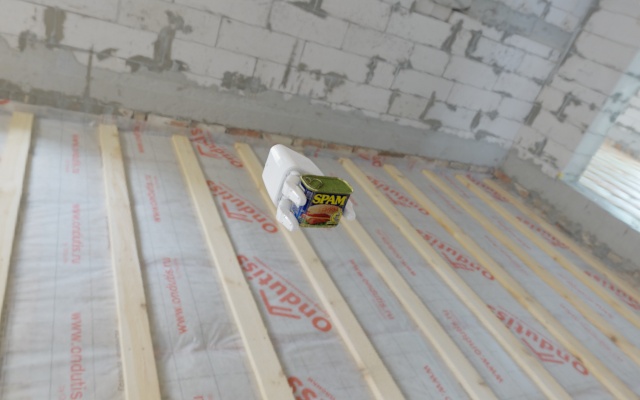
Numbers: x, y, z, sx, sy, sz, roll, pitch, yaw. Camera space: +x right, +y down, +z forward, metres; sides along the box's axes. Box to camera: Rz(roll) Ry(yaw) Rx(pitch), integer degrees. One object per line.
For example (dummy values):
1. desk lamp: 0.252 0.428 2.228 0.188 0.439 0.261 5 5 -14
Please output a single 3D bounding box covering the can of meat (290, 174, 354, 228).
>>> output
1. can of meat: 0.000 0.003 0.897 0.102 0.084 0.057 4 31 -31
